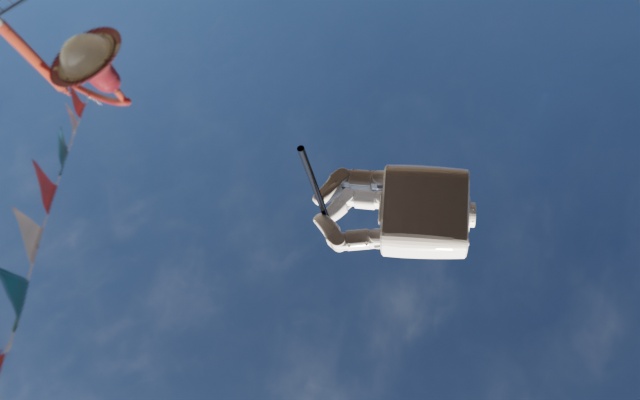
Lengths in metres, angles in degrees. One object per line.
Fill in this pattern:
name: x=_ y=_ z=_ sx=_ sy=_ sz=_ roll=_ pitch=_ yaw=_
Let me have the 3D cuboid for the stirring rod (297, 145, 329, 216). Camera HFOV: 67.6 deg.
stirring rod: x=0.000 y=0.002 z=0.608 sx=0.011 sy=0.011 sz=0.240 roll=0 pitch=-28 yaw=11
